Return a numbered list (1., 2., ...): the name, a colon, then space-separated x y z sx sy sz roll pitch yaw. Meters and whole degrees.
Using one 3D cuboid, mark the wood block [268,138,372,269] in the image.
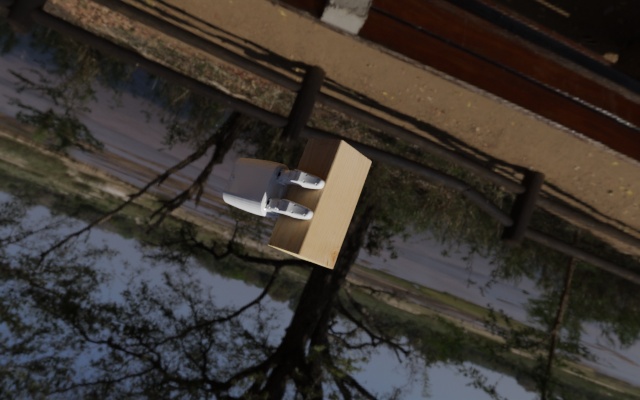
1. wood block: 0.000 0.003 0.844 0.090 0.206 0.091 11 -13 46
